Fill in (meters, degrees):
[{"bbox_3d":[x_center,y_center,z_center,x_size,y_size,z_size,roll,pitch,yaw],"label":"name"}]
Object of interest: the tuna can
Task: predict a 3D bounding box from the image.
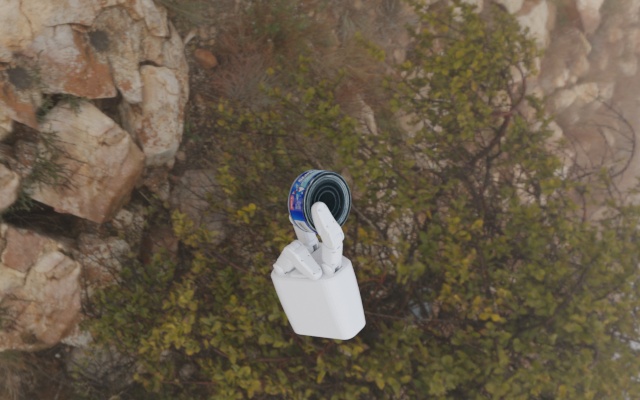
[{"bbox_3d":[0.000,0.002,0.635,0.086,0.086,0.034,0,5,-41],"label":"tuna can"}]
